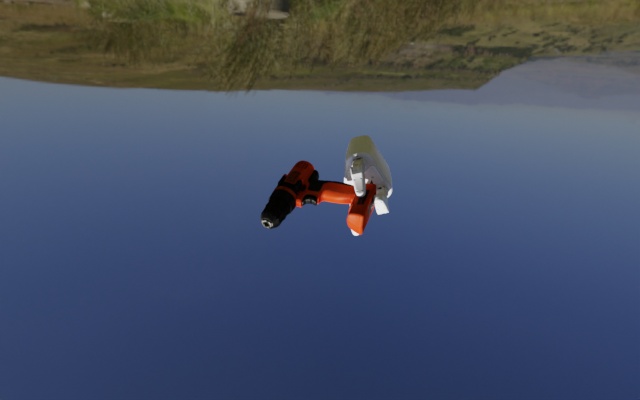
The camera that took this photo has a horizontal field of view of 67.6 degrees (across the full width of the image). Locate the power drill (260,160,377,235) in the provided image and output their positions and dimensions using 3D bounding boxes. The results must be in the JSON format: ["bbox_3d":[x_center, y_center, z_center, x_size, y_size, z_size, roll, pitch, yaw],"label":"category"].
[{"bbox_3d":[0.001,0.003,0.896,0.187,0.057,0.184,16,46,15],"label":"power drill"}]
